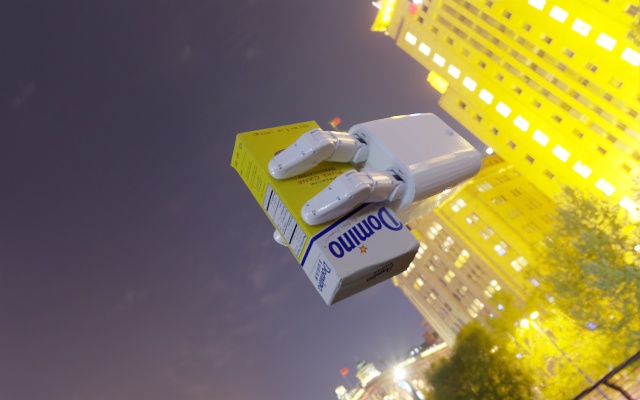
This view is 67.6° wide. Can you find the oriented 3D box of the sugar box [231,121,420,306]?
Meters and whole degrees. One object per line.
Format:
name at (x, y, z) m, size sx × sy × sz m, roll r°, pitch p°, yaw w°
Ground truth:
sugar box at (0.000, 0.001, 0.435) m, size 0.093 × 0.048 × 0.176 m, roll -18°, pitch 53°, yaw -34°
